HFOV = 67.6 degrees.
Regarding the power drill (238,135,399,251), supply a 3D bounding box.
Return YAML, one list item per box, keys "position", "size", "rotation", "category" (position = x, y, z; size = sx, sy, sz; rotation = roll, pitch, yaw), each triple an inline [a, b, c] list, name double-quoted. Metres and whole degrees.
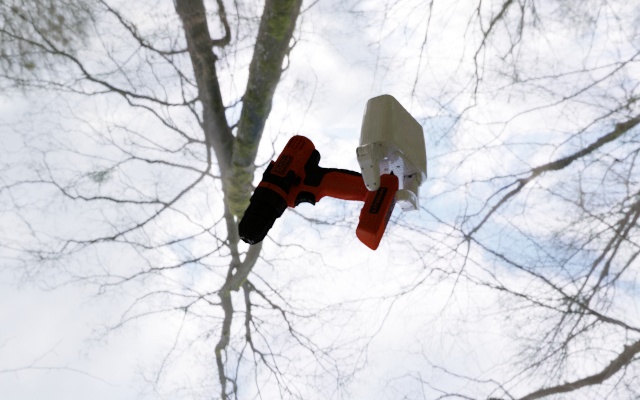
- position: [0.001, 0.002, 0.650]
  size: [0.187, 0.184, 0.057]
  rotation: [19, -28, 16]
  category: "power drill"
